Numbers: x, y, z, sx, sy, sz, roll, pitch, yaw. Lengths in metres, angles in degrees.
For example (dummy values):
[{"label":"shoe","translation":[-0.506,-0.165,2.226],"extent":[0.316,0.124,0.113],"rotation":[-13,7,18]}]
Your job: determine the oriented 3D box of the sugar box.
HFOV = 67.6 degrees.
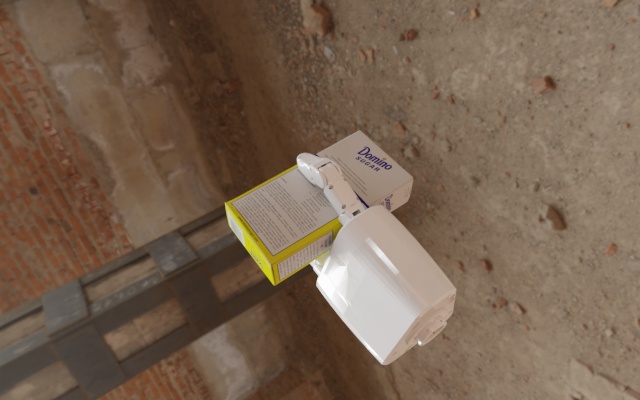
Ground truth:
[{"label":"sugar box","translation":[0.000,0.002,0.497],"extent":[0.176,0.093,0.048],"rotation":[-28,-33,-22]}]
